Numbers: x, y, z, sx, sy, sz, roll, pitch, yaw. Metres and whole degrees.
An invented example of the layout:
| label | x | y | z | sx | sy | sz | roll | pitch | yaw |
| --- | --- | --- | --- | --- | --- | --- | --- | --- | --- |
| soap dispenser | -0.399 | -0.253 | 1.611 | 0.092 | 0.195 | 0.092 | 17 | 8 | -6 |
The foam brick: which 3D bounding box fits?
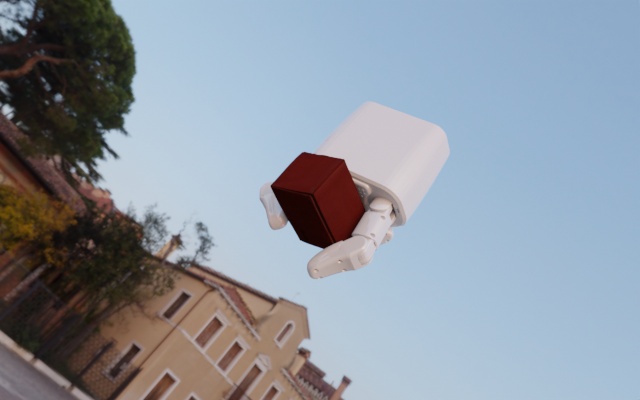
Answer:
| label | x | y | z | sx | sy | sz | roll | pitch | yaw |
| --- | --- | --- | --- | --- | --- | --- | --- | --- | --- |
| foam brick | 0.000 | 0.001 | 0.444 | 0.053 | 0.078 | 0.051 | 15 | 54 | 39 |
